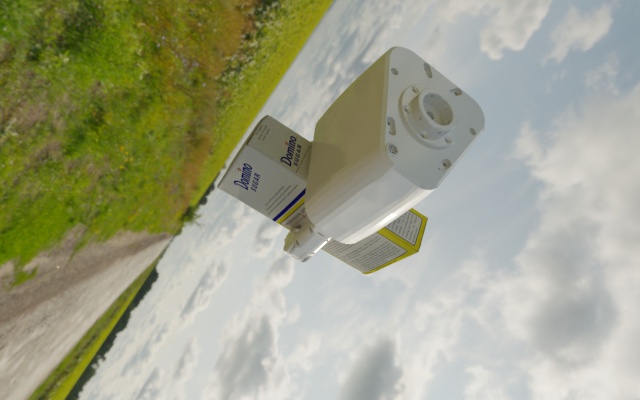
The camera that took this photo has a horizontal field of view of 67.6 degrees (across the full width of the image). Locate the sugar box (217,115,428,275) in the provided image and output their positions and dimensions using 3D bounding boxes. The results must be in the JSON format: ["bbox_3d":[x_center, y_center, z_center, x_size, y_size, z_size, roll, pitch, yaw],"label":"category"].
[{"bbox_3d":[0.000,0.001,0.444,0.176,0.048,0.093,34,-34,-12],"label":"sugar box"}]
